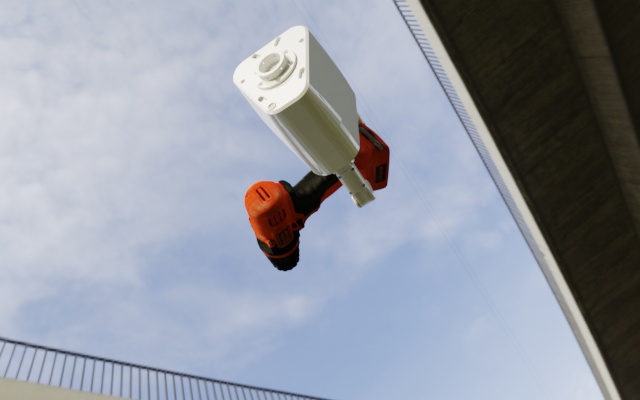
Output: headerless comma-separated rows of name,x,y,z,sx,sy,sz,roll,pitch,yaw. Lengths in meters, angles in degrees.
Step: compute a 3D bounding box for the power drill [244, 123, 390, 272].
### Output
power drill,0.000,0.002,0.596,0.187,0.057,0.184,-37,-25,-15
